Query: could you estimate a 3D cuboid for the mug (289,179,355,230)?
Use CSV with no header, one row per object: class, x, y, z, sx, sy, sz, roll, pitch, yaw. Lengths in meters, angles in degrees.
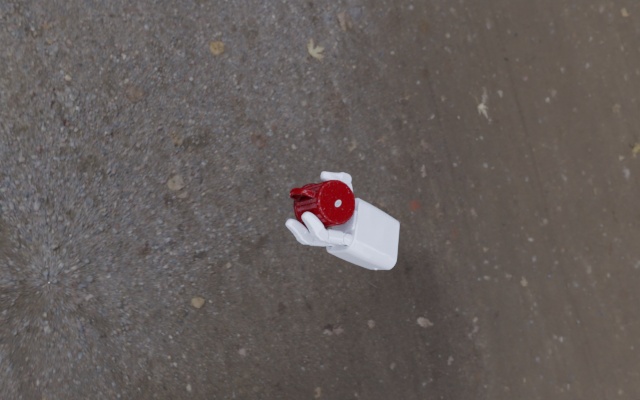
mug,-0.001,0.002,0.862,0.117,0.093,0.081,26,-20,-25
